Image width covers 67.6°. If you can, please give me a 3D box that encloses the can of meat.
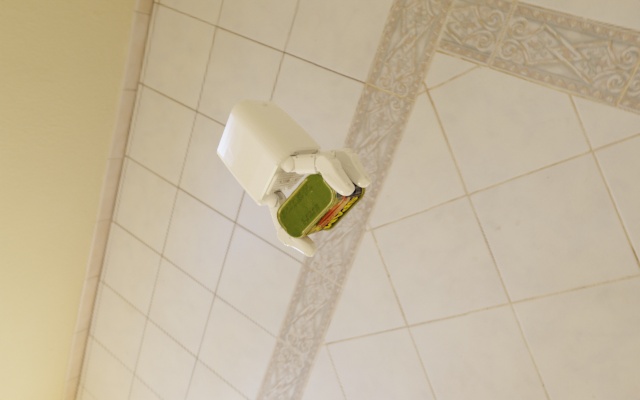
[{"bbox_3d":[0.000,0.002,0.646,0.102,0.057,0.084,-47,-17,27],"label":"can of meat"}]
